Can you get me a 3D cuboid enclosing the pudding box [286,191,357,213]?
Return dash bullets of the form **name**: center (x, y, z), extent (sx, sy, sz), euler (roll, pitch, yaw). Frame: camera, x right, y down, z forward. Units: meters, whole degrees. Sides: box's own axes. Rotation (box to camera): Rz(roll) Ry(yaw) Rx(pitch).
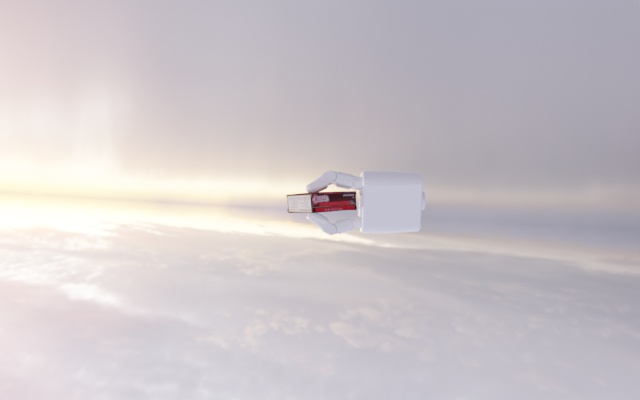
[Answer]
- **pudding box**: center (0.000, 0.003, 0.863), extent (0.090, 0.039, 0.113), euler (-2, -2, -26)
